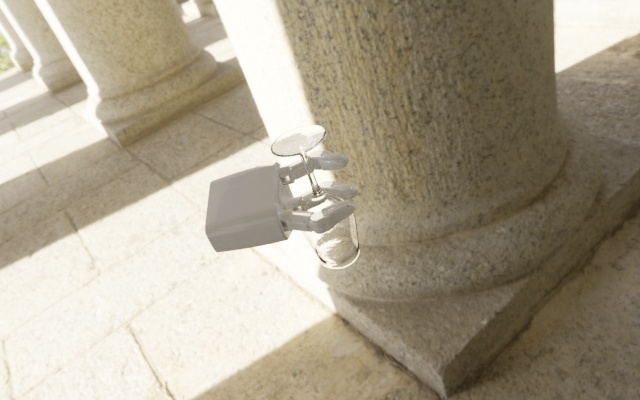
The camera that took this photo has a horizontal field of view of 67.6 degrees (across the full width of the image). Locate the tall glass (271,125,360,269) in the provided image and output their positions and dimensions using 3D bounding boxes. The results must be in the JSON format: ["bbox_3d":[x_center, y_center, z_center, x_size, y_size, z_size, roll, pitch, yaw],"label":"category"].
[{"bbox_3d":[0.000,0.002,0.655,0.079,0.201,0.079,-14,34,10],"label":"tall glass"}]
